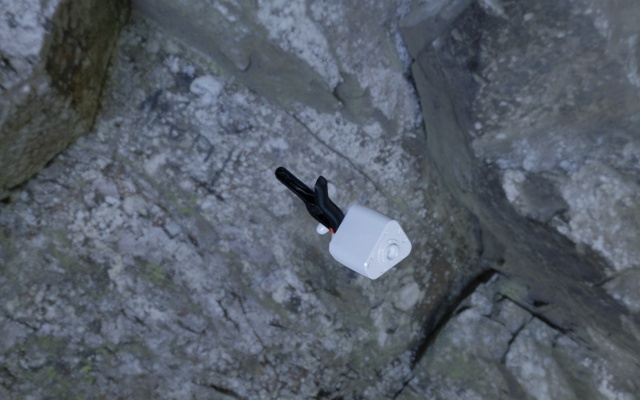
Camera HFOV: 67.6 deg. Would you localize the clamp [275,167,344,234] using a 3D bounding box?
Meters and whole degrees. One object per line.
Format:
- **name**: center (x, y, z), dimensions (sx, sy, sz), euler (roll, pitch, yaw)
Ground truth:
- **clamp**: center (0.000, 0.003, 0.867), dimensions (0.171, 0.039, 0.120), euler (46, -17, -33)
